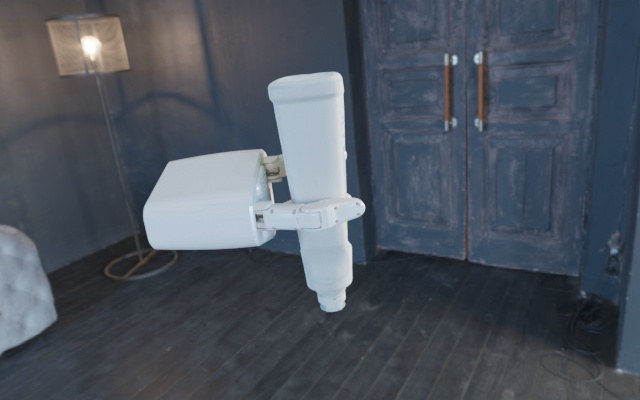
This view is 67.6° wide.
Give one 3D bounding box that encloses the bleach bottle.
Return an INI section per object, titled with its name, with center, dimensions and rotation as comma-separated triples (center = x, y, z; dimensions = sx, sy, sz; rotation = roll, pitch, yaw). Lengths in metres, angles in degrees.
[bleach bottle]
center = 0.000, 0.002, 0.489
dimensions = 0.068, 0.251, 0.102
rotation = -5, 18, 5
